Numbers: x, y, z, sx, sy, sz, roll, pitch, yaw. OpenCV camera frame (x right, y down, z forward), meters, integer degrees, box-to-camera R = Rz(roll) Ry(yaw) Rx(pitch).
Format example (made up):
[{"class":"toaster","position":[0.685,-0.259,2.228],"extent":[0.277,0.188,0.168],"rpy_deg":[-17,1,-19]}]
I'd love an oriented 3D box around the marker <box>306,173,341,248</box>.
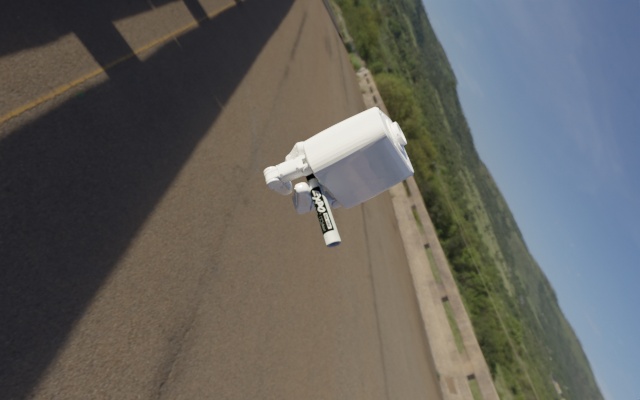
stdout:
[{"class":"marker","position":[0.000,0.002,0.612],"extent":[0.020,0.121,0.020],"rpy_deg":[-15,-25,-7]}]
